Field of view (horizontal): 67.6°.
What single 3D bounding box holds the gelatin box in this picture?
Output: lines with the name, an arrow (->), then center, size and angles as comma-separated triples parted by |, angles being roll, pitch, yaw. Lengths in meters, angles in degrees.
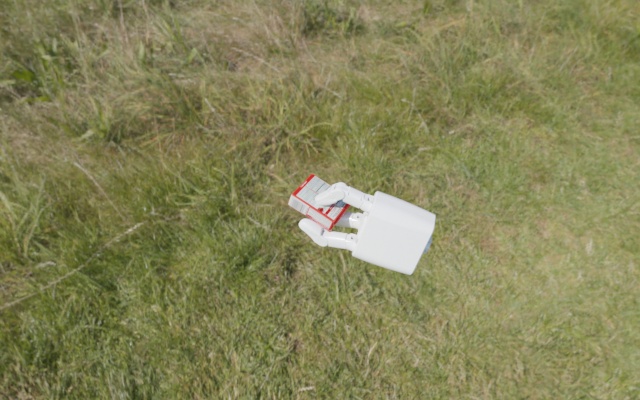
gelatin box -> 0.000, 0.002, 0.823 | 0.089, 0.030, 0.073 | 33, 44, 8
